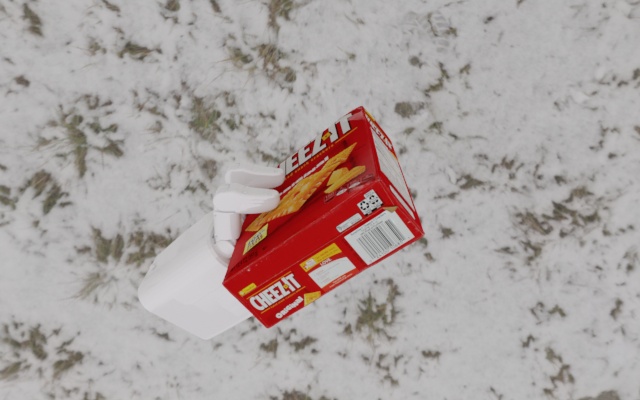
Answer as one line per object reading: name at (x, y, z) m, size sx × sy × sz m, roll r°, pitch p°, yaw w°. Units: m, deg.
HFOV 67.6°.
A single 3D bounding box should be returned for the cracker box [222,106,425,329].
cracker box at (0.000, 0.002, 0.478) m, size 0.164 × 0.072 × 0.213 m, roll -34°, pitch 21°, yaw 16°
